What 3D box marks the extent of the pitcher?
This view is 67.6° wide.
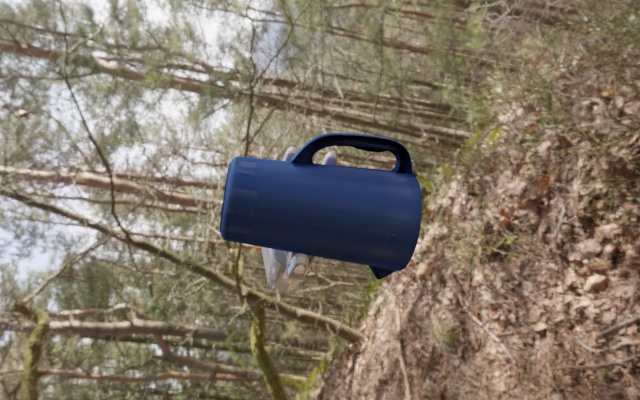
[{"bbox_3d":[0.000,0.002,0.617,0.243,0.149,0.145,8,-32,-9],"label":"pitcher"}]
